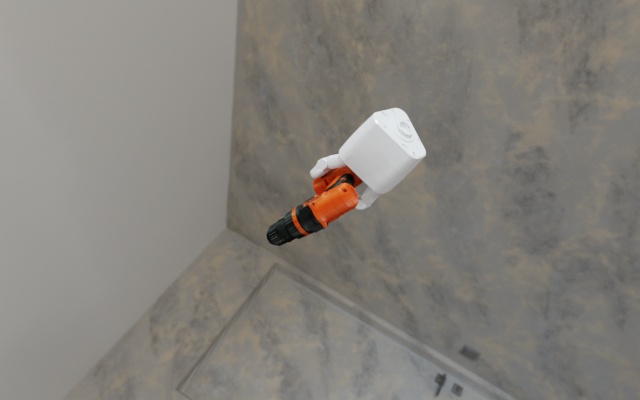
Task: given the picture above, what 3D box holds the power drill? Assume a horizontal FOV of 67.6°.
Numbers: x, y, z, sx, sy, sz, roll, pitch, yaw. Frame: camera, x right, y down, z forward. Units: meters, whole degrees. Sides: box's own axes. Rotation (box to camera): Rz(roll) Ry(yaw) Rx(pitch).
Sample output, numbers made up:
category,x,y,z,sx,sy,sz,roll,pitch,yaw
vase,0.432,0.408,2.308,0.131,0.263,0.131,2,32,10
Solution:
category,x,y,z,sx,sy,sz,roll,pitch,yaw
power drill,0.000,0.002,0.867,0.184,0.057,0.187,-27,14,25
